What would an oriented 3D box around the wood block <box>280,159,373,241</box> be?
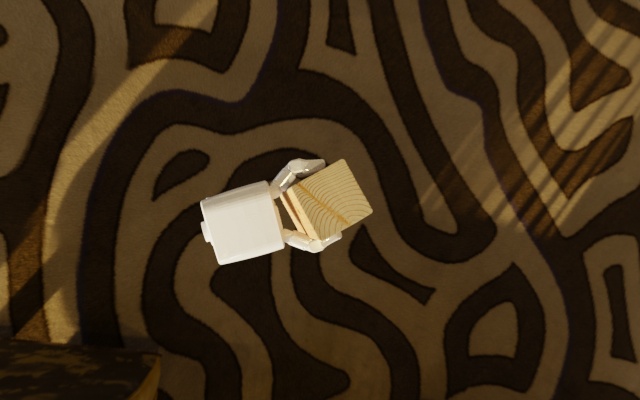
[{"bbox_3d":[0.000,0.003,0.774,0.090,0.091,0.206,-29,3,-9],"label":"wood block"}]
